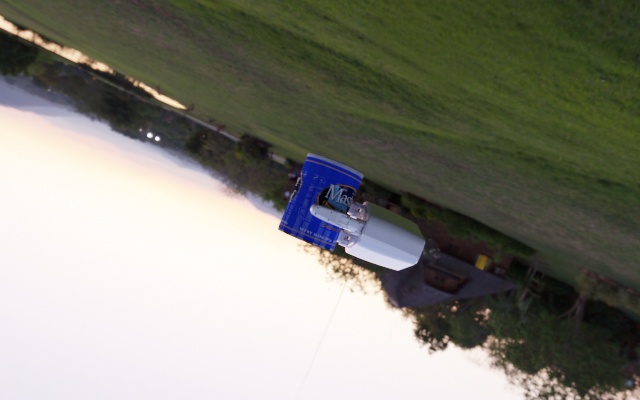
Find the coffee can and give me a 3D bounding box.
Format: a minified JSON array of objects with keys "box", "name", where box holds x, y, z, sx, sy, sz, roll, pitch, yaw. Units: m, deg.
[{"box":[0.000,0.002,0.812,0.103,0.140,0.103,22,-1,1],"name":"coffee can"}]
